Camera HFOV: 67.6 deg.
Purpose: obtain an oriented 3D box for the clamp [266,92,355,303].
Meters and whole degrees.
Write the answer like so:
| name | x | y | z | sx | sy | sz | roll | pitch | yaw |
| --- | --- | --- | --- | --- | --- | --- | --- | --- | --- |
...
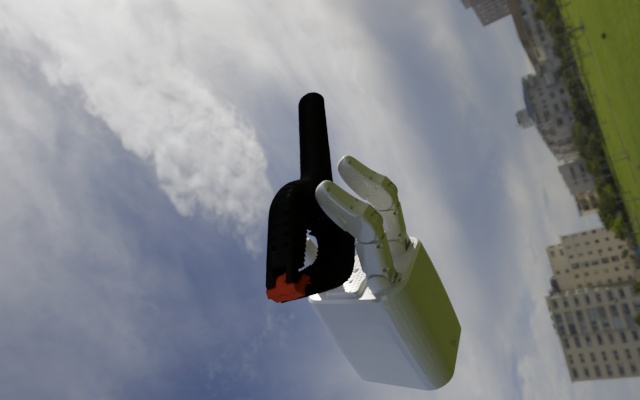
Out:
| name | x | y | z | sx | sy | sz | roll | pitch | yaw |
| --- | --- | --- | --- | --- | --- | --- | --- | --- | --- |
| clamp | -0.001 | 0.002 | 0.413 | 0.036 | 0.164 | 0.210 | -23 | 16 | 31 |
